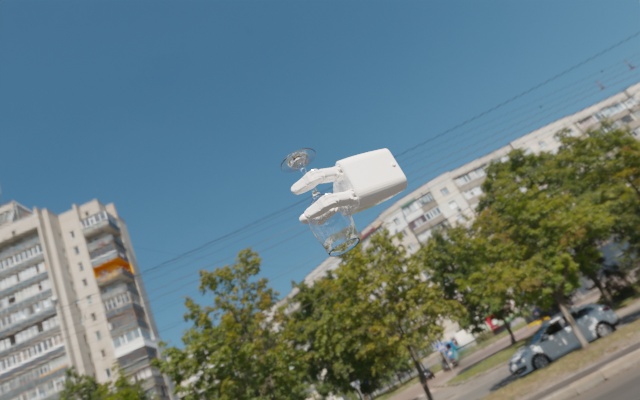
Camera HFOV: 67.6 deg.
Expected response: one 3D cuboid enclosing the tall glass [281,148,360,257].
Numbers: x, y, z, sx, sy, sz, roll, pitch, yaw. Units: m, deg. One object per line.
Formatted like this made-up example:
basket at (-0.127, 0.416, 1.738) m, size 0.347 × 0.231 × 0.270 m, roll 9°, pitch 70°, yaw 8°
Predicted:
tall glass at (0.000, 0.002, 0.884) m, size 0.079 × 0.201 × 0.079 m, roll -23°, pitch -24°, yaw -11°
